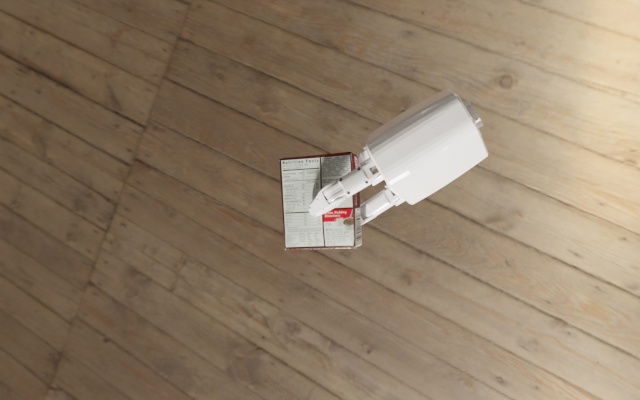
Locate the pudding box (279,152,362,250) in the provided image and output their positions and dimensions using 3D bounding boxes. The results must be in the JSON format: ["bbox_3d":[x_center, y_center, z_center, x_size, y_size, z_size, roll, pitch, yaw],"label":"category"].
[{"bbox_3d":[0.000,0.002,0.571,0.090,0.113,0.039,-3,-1,15],"label":"pudding box"}]
